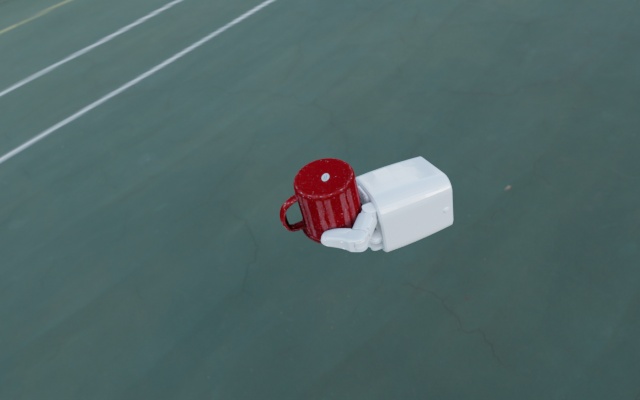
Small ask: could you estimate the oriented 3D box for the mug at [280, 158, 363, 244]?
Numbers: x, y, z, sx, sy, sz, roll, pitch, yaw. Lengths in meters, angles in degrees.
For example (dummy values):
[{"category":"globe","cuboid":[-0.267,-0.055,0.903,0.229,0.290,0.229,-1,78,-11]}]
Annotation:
[{"category":"mug","cuboid":[-0.001,0.002,0.638,0.117,0.082,0.093,-22,42,-8]}]
